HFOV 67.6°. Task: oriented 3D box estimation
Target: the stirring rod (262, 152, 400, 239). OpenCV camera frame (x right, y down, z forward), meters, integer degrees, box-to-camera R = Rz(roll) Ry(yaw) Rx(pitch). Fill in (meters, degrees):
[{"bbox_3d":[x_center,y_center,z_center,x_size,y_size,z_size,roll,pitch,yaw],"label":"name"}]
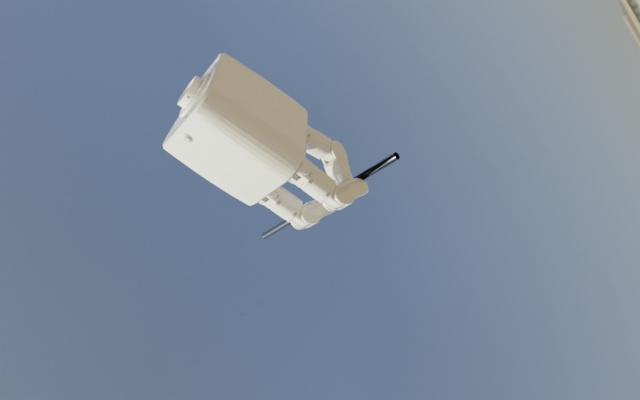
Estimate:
[{"bbox_3d":[0.000,0.002,0.551,0.011,0.011,0.239,0,-22,-42],"label":"stirring rod"}]
